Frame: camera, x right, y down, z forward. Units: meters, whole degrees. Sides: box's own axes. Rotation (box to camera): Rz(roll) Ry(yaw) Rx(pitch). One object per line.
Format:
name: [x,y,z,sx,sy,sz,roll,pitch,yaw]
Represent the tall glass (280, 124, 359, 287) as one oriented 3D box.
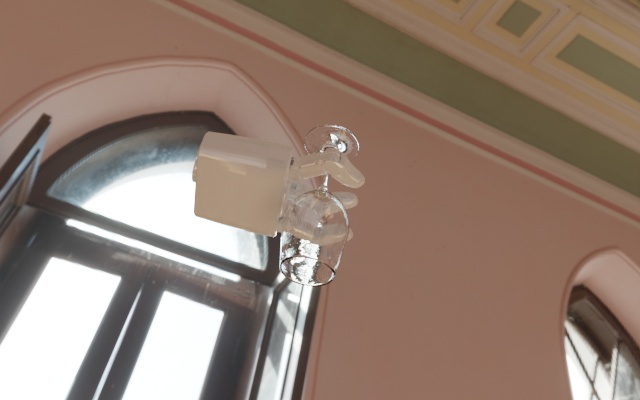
tall glass: [0.000,0.001,0.581,0.079,0.201,0.079,6,-39,5]
